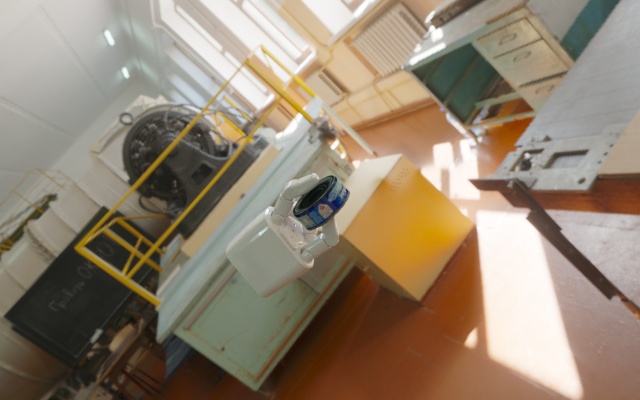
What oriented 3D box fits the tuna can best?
[{"bbox_3d":[0.000,0.002,0.705,0.086,0.034,0.086,-39,17,14],"label":"tuna can"}]
